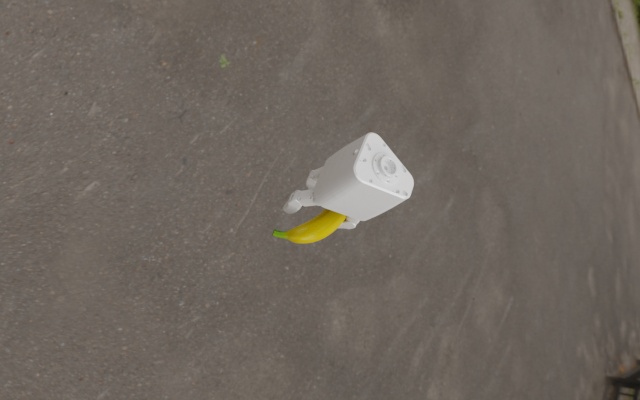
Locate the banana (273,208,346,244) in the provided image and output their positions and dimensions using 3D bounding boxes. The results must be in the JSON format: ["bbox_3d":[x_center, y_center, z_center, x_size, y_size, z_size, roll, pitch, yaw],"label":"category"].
[{"bbox_3d":[0.011,0.017,0.813,0.197,0.069,0.037,-39,-13,-33],"label":"banana"}]
